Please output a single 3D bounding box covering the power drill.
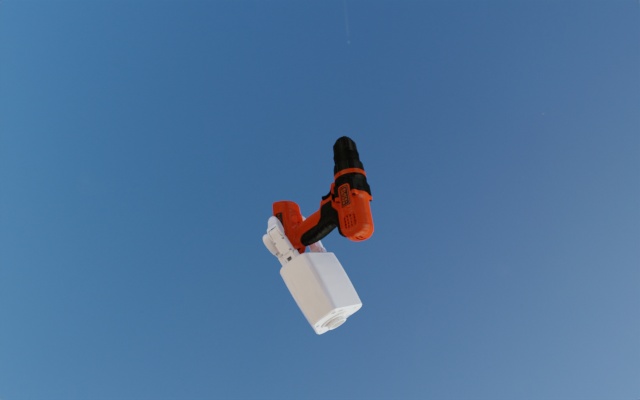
[{"bbox_3d":[0.000,0.003,0.805,0.188,0.184,0.057,-29,-35,36],"label":"power drill"}]
